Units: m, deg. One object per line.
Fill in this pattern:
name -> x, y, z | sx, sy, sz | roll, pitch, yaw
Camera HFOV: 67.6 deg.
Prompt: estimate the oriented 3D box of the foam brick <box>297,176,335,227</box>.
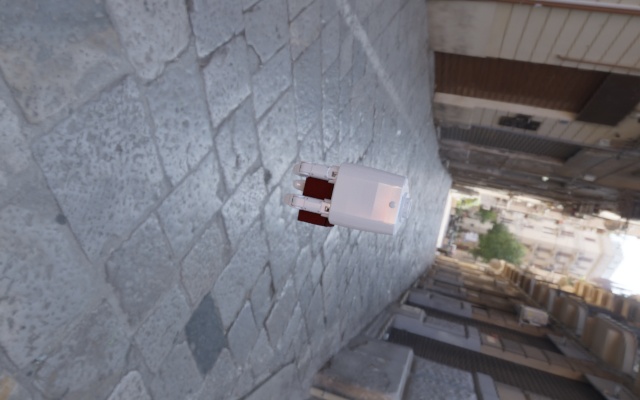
foam brick -> 0.000, 0.003, 0.793 | 0.051, 0.078, 0.053 | 13, 1, 18
